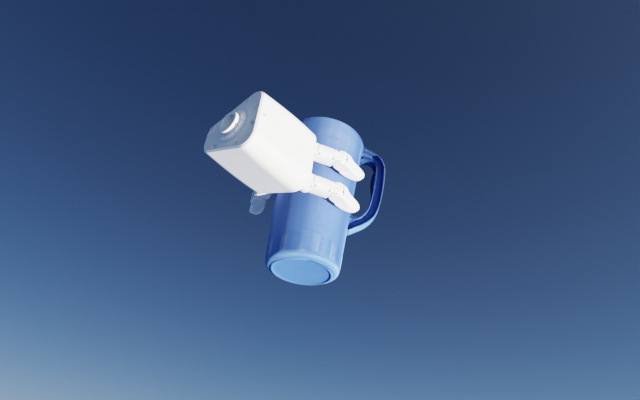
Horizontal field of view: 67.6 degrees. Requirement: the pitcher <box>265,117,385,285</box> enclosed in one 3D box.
[{"bbox_3d":[0.000,0.002,0.736,0.149,0.242,0.145,-18,-41,36],"label":"pitcher"}]
